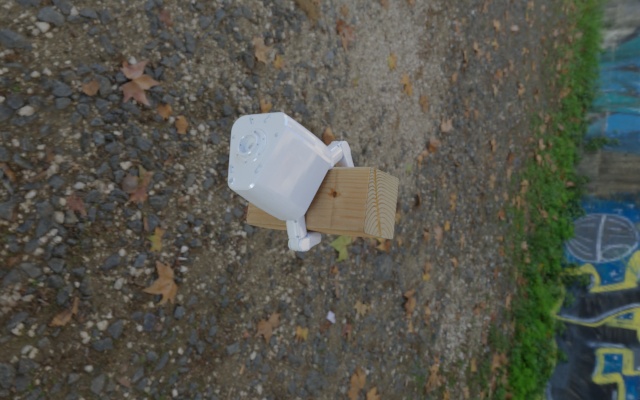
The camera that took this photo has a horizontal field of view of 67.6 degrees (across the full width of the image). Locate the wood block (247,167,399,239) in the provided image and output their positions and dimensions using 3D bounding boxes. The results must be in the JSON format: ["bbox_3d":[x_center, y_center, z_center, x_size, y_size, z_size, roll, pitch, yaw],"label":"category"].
[{"bbox_3d":[0.000,0.003,0.710,0.206,0.091,0.090,3,-8,35],"label":"wood block"}]
